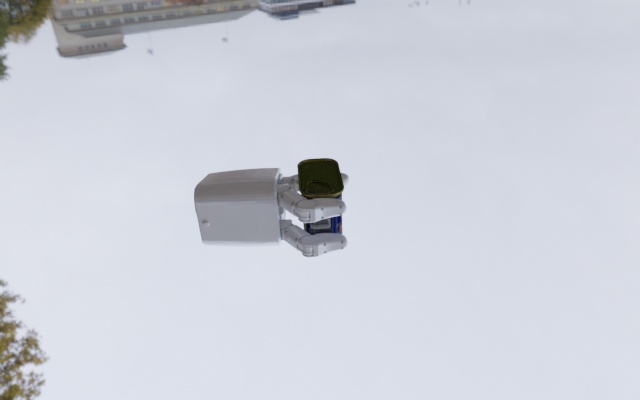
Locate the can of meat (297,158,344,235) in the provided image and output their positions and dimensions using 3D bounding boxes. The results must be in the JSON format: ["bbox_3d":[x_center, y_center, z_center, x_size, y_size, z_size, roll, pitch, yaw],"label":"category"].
[{"bbox_3d":[0.000,0.002,0.651,0.057,0.084,0.102,-4,31,-3],"label":"can of meat"}]
